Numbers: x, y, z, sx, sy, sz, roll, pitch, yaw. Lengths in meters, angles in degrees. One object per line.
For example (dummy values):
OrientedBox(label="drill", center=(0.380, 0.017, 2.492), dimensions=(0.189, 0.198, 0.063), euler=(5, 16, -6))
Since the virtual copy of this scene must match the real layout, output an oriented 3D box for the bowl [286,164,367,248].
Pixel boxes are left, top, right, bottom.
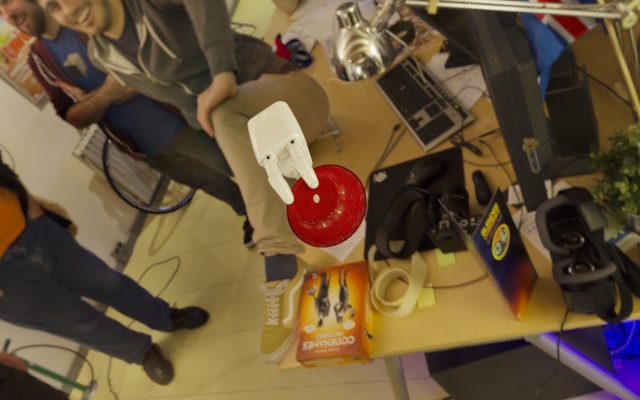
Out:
OrientedBox(label="bowl", center=(0.001, 0.004, 0.871), dimensions=(0.162, 0.162, 0.055), euler=(0, -14, 22))
